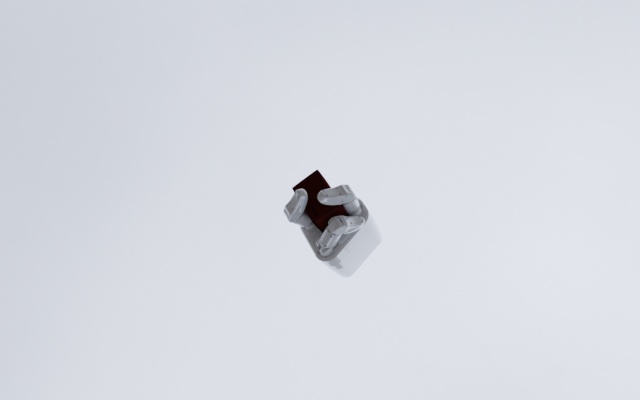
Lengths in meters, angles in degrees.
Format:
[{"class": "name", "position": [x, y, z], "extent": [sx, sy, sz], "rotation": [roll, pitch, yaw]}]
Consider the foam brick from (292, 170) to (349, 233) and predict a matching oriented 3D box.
[{"class": "foam brick", "position": [0.000, 0.002, 0.755], "extent": [0.053, 0.078, 0.051], "rotation": [-34, -33, 4]}]
